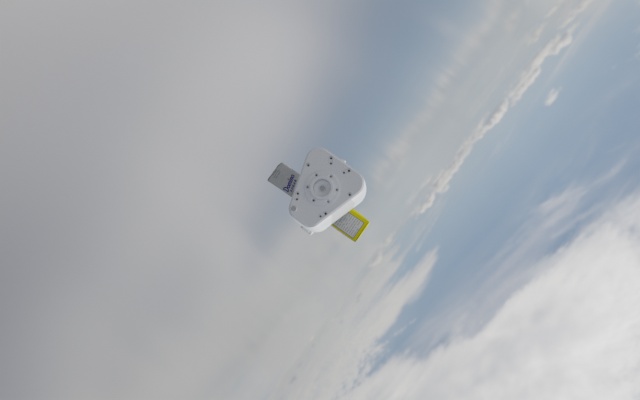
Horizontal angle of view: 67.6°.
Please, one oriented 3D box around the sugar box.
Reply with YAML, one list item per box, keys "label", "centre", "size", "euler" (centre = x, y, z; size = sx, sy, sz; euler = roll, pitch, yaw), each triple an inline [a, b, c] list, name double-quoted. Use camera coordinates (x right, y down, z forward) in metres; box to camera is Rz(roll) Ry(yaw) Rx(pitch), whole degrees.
- label: "sugar box"
  centre: [0.001, 0.002, 0.809]
  size: [0.176, 0.048, 0.093]
  euler: [37, 1, 6]
